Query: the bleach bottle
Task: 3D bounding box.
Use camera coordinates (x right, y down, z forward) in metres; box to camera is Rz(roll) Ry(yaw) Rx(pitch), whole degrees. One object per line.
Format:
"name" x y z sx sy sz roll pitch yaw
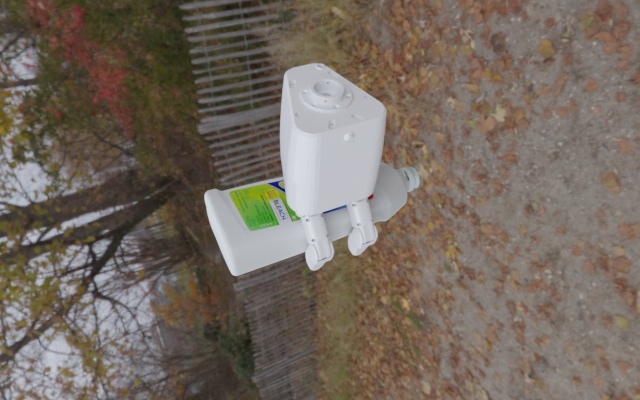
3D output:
"bleach bottle" 0.000 0.002 0.566 0.251 0.102 0.068 -18 -39 -19
